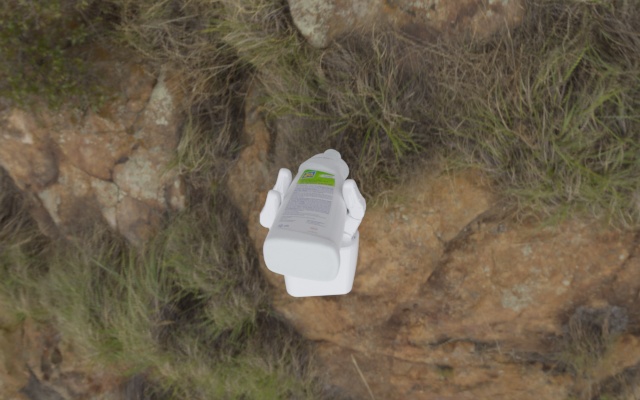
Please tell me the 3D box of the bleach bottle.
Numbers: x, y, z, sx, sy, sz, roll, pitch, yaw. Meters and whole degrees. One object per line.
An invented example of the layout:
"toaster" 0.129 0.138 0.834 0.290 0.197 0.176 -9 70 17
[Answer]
"bleach bottle" 0.000 0.002 0.693 0.102 0.068 0.250 8 38 10
